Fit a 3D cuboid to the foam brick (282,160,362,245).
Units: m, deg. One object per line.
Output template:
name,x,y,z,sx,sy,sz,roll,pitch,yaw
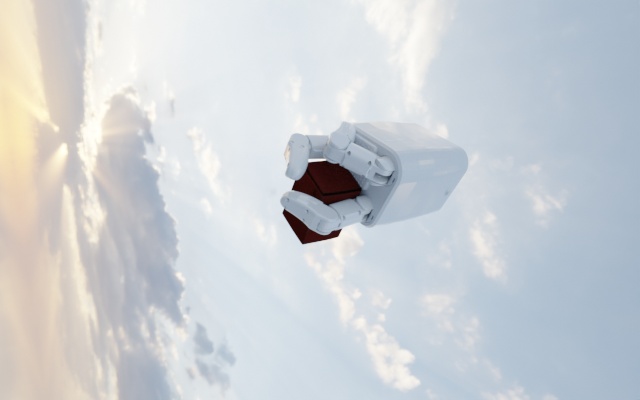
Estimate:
foam brick,0.000,0.002,0.523,0.051,0.053,0.078,-9,-40,-33
